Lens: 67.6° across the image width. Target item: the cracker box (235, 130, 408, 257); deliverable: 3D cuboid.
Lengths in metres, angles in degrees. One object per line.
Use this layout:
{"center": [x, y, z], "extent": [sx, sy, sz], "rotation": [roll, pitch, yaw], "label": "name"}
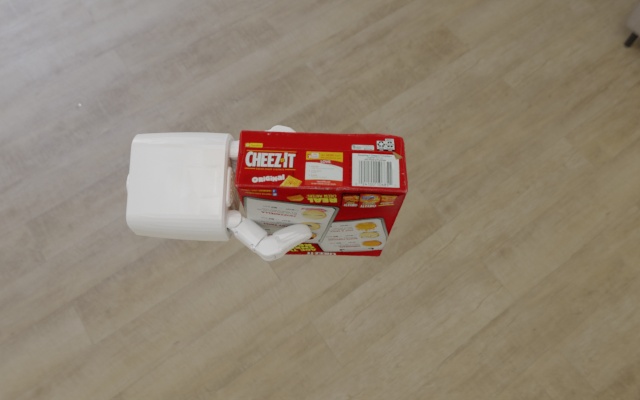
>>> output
{"center": [0.000, 0.002, 0.550], "extent": [0.164, 0.072, 0.214], "rotation": [1, -23, 0], "label": "cracker box"}
